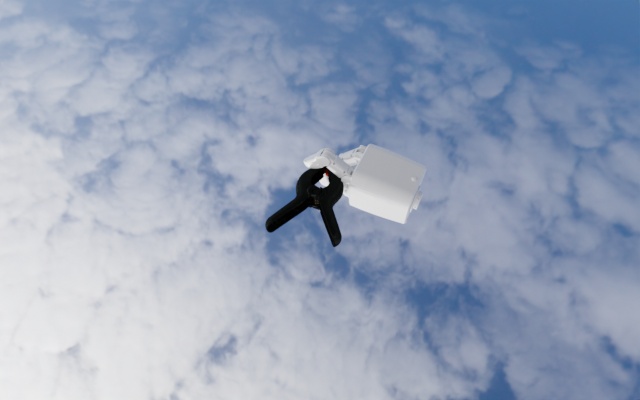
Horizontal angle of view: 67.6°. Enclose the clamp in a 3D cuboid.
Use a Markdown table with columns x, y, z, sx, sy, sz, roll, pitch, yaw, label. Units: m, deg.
| x | y | z | sx | sy | sz | roll | pitch | yaw | label |
| --- | --- | --- | --- | --- | --- | --- | --- | --- | --- |
| 0.000 | 0.003 | 0.771 | 0.120 | 0.171 | 0.039 | 23 | -34 | 12 | clamp |
